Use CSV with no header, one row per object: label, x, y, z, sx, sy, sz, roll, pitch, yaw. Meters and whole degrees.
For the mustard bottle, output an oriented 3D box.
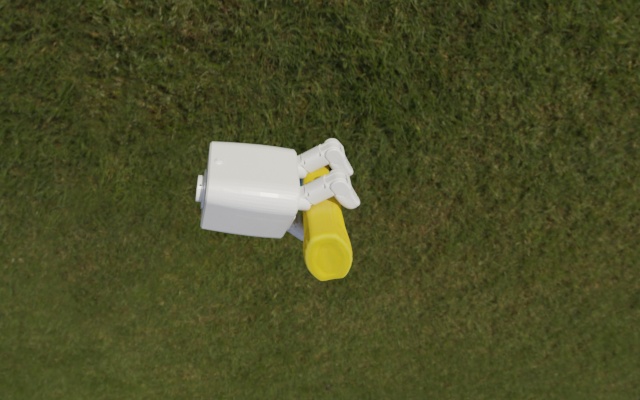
mustard bottle,0.000,0.002,0.628,0.058,0.191,0.096,-10,-42,3
